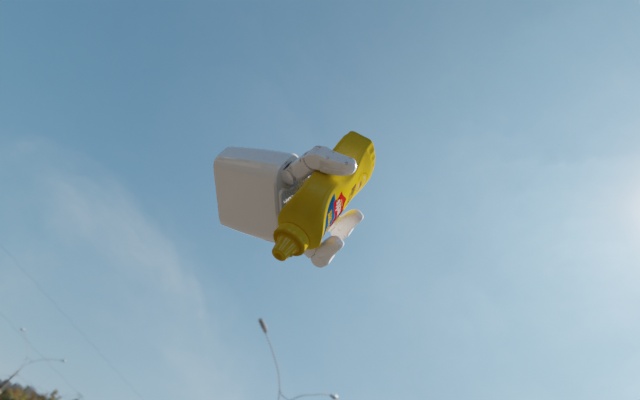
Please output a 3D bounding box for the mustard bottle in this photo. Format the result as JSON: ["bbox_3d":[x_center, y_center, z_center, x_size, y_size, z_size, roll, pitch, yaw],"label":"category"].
[{"bbox_3d":[0.001,0.002,0.574,0.058,0.096,0.191,30,49,11],"label":"mustard bottle"}]
